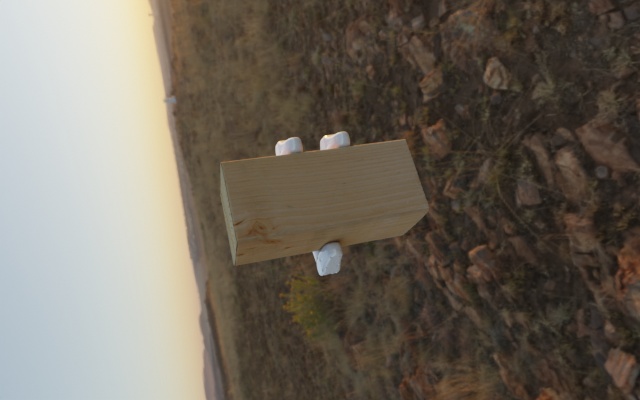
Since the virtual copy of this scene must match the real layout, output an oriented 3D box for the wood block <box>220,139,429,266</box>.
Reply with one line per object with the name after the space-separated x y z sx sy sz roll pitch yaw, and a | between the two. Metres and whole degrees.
0.000 0.002 0.531 0.206 0.090 0.090 -9 -20 -15 | wood block
